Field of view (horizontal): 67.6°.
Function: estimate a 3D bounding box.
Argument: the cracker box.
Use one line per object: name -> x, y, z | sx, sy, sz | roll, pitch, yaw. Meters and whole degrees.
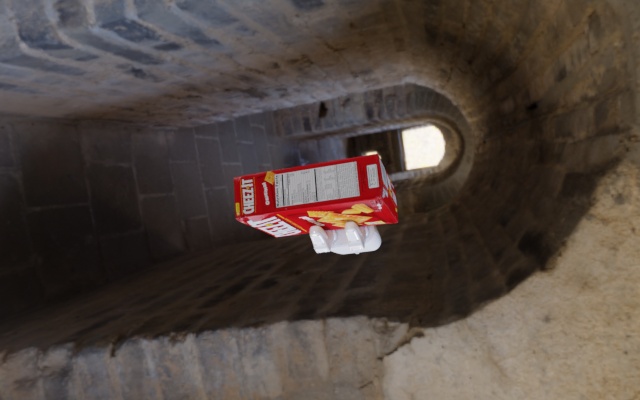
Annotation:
cracker box -> 0.000, 0.002, 0.724 | 0.214, 0.072, 0.164 | -9, -16, 14
